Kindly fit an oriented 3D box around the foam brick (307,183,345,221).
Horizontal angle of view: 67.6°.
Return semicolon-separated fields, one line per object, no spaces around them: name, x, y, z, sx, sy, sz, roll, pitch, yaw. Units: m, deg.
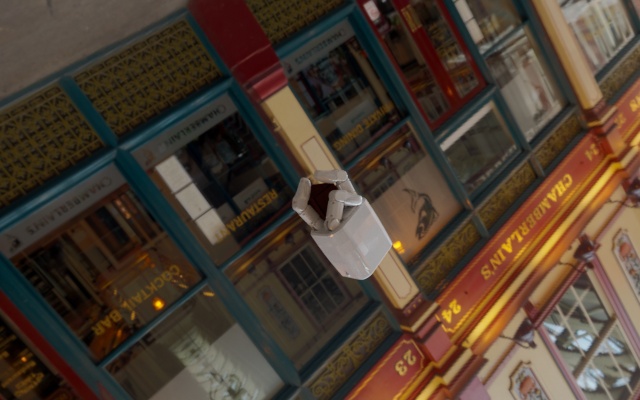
foam brick;0.000;0.003;0.877;0.053;0.051;0.078;-41;16;-22
